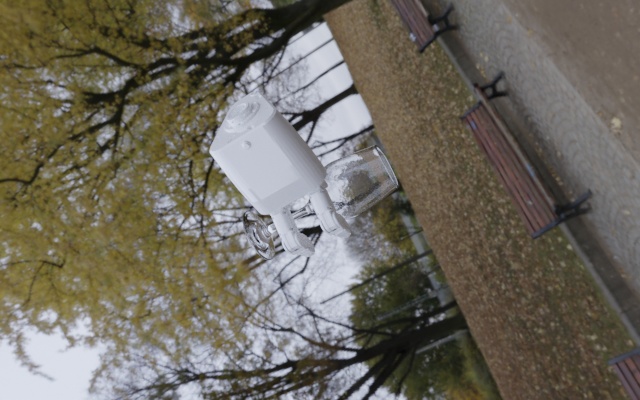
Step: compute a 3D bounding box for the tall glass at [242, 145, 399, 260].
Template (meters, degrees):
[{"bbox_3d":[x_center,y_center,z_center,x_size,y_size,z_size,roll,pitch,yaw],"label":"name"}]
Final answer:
[{"bbox_3d":[0.000,0.002,0.626,0.201,0.079,0.079,-28,-8,14],"label":"tall glass"}]
